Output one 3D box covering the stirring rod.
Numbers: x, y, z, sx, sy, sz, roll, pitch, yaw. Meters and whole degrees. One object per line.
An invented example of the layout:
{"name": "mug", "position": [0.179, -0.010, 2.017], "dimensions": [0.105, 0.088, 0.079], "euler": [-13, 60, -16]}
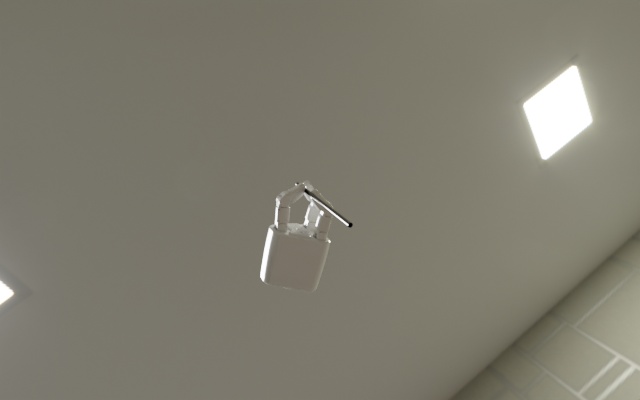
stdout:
{"name": "stirring rod", "position": [0.000, 0.003, 0.818], "dimensions": [0.011, 0.011, 0.239], "euler": [0, 16, -23]}
